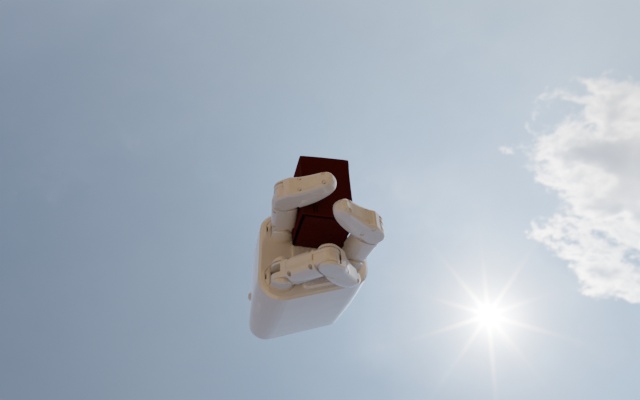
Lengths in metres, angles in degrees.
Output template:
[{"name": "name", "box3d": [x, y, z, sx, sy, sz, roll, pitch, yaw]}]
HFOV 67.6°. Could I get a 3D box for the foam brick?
[{"name": "foam brick", "box3d": [0.000, 0.001, 0.478, 0.053, 0.078, 0.051, 6, -40, -12]}]
